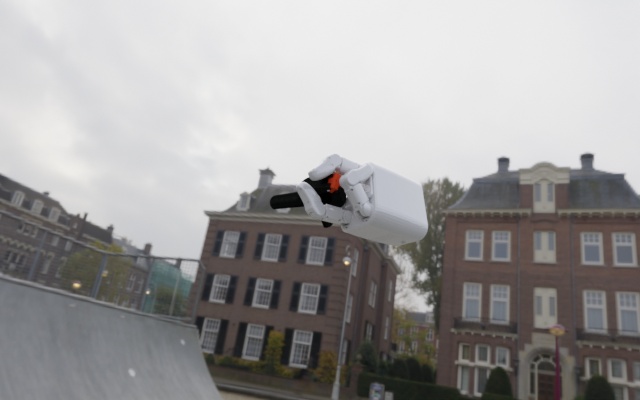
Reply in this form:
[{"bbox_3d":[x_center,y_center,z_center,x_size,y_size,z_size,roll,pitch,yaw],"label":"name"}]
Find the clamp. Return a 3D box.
[{"bbox_3d":[0.000,0.002,0.796,0.120,0.039,0.171,19,-22,-26],"label":"clamp"}]
